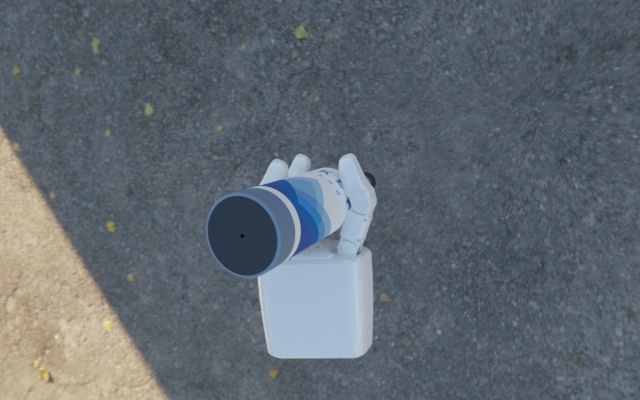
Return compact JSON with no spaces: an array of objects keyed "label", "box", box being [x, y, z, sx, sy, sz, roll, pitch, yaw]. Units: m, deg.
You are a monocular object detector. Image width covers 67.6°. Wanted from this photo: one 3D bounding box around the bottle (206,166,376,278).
[{"label":"bottle","box":[0.000,0.002,0.491,0.069,0.069,0.295,0,10,24]}]
